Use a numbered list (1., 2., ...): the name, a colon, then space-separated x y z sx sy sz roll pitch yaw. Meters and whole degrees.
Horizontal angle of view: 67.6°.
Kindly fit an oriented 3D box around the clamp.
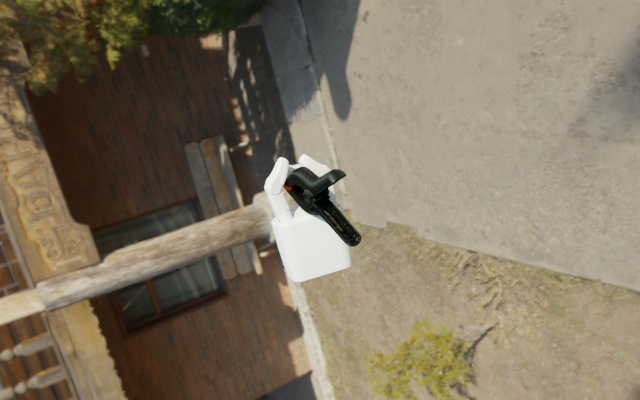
1. clamp: -0.001 0.002 0.711 0.039 0.120 0.171 -22 20 -24
